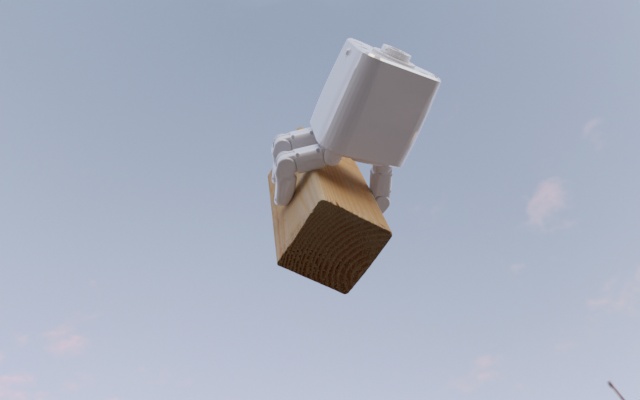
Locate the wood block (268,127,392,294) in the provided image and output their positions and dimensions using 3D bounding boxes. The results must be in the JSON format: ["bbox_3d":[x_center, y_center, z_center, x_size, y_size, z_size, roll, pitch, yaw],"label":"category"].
[{"bbox_3d":[0.001,0.002,0.570,0.091,0.090,0.206,26,21,-21],"label":"wood block"}]
